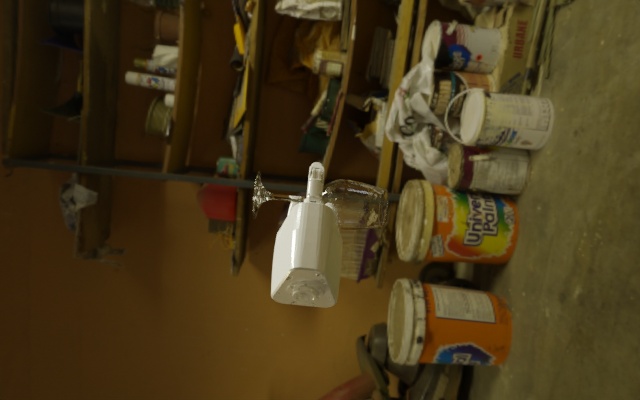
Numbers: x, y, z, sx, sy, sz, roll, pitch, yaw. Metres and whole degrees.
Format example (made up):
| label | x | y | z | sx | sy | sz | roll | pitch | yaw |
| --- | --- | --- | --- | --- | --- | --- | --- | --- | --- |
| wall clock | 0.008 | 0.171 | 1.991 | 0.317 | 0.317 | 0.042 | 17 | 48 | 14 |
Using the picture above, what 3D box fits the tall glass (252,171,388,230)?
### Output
| label | x | y | z | sx | sy | sz | roll | pitch | yaw |
| --- | --- | --- | --- | --- | --- | --- | --- | --- | --- |
| tall glass | -0.001 | 0.002 | 0.737 | 0.201 | 0.079 | 0.079 | 6 | 0 | -2 |
